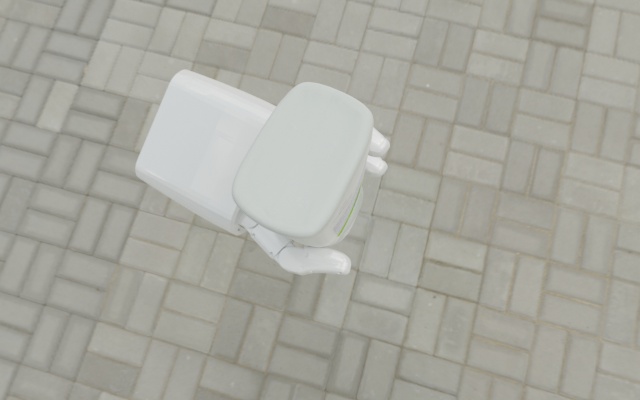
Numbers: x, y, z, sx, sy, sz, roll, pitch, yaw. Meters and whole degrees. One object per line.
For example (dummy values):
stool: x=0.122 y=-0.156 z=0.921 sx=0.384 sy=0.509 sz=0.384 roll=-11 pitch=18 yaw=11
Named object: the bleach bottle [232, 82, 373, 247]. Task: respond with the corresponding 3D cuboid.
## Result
bleach bottle: x=0.000 y=0.001 z=0.410 sx=0.068 sy=0.102 sz=0.251 roll=27 pitch=-11 yaw=10
